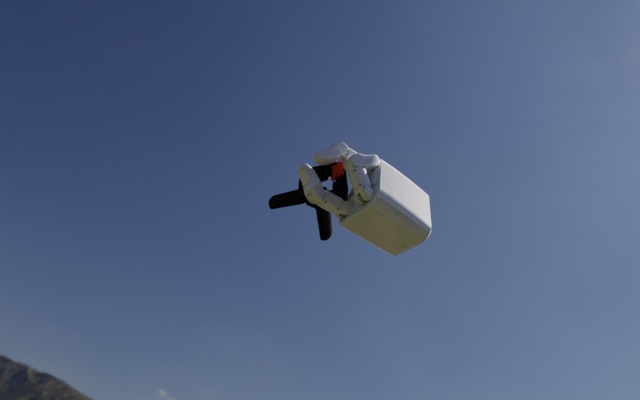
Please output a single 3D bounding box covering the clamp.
[{"bbox_3d":[0.000,0.002,0.763,0.120,0.039,0.171,33,-38,-16],"label":"clamp"}]
